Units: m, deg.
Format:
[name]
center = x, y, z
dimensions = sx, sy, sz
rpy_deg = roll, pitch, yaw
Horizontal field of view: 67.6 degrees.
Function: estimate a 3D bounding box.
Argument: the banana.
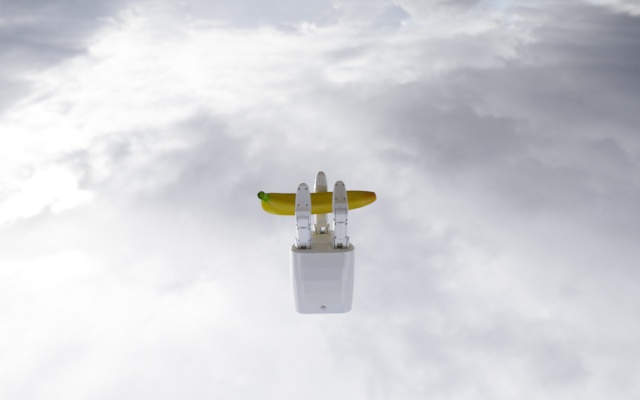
[banana]
center = -0.011, 0.004, 0.746
dimensions = 0.198, 0.037, 0.069
rpy_deg = -2, -3, -24
